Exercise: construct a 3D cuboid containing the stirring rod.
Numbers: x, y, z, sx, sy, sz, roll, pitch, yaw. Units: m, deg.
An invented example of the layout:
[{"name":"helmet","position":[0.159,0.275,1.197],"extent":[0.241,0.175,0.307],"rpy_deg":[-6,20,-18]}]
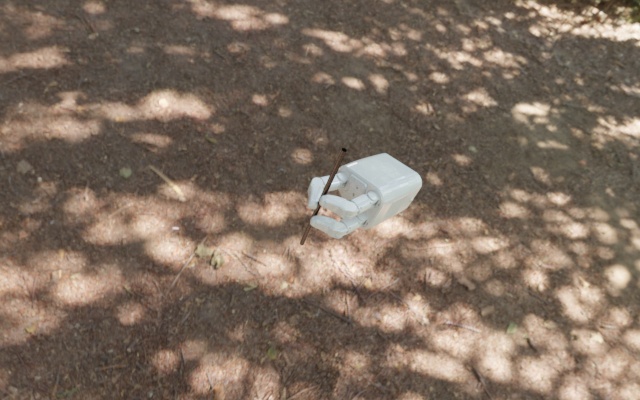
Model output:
[{"name":"stirring rod","position":[0.000,0.003,0.771],"extent":[0.011,0.011,0.240],"rpy_deg":[0,-38,-21]}]
